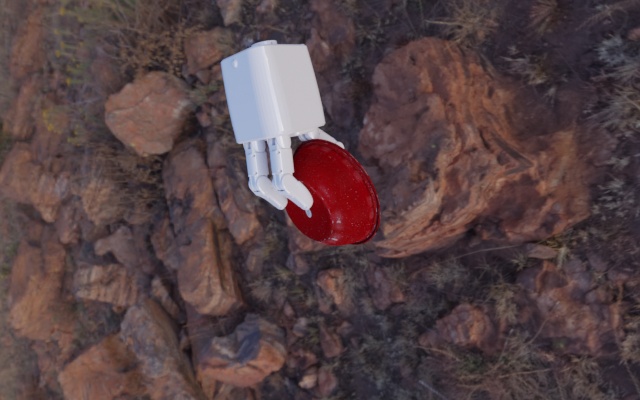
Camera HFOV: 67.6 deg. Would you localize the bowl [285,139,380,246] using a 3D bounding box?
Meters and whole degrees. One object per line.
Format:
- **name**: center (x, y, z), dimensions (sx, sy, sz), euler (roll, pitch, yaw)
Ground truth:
- **bowl**: center (0.000, 0.003, 0.638), dimensions (0.055, 0.162, 0.162), euler (-34, 21, -35)
